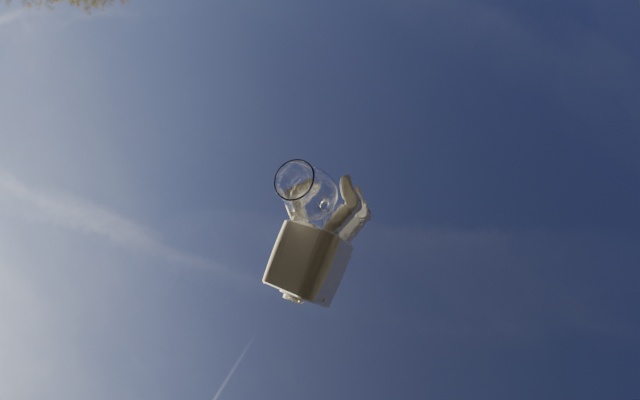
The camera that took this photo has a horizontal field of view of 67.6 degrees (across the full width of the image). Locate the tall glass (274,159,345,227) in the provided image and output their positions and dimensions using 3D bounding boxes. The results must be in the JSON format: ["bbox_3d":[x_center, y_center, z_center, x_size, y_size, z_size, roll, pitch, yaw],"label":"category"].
[{"bbox_3d":[0.000,0.002,0.744,0.079,0.079,0.201,0,-19,23],"label":"tall glass"}]
